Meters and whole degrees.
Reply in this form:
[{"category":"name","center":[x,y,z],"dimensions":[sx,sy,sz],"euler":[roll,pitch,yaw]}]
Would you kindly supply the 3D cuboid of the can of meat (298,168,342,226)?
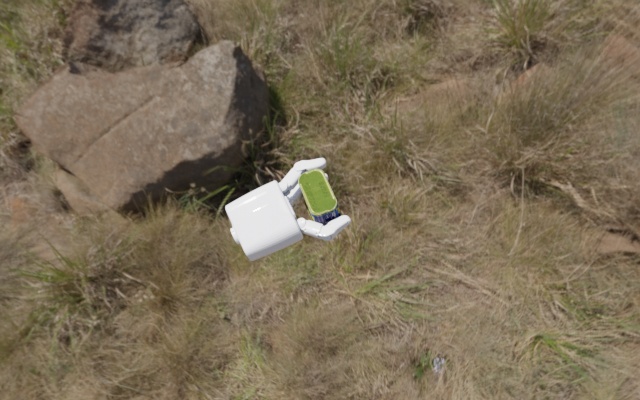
[{"category":"can of meat","center":[0.000,0.003,0.884],"dimensions":[0.057,0.102,0.084],"euler":[-23,-30,-2]}]
